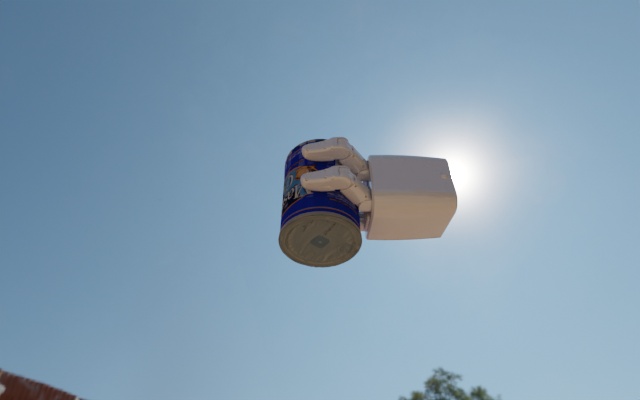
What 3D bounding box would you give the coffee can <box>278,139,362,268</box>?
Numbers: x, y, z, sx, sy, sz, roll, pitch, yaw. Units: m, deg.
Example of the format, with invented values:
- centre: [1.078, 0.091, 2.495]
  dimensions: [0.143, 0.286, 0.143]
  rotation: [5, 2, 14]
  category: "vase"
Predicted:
- centre: [0.000, 0.002, 0.632]
  dimensions: [0.103, 0.140, 0.103]
  rotation: [0, -44, 0]
  category: "coffee can"
